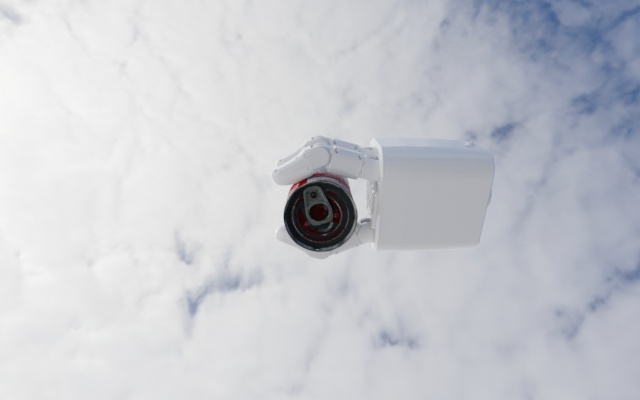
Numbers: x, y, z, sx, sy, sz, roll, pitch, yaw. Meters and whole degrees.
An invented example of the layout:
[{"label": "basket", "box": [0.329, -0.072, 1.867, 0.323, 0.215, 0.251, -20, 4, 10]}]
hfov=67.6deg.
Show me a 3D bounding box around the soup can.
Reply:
[{"label": "soup can", "box": [0.000, 0.002, 0.481, 0.068, 0.068, 0.102, 0, 16, 0]}]
